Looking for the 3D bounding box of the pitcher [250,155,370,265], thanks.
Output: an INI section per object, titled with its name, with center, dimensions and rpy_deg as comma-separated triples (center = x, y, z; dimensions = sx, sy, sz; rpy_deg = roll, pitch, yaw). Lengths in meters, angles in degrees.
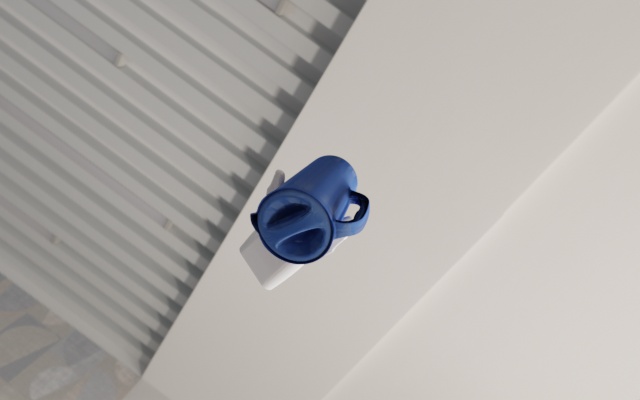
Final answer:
[pitcher]
center = 0.000, 0.003, 0.854
dimensions = 0.145, 0.149, 0.242
rpy_deg = -44, 3, 28
